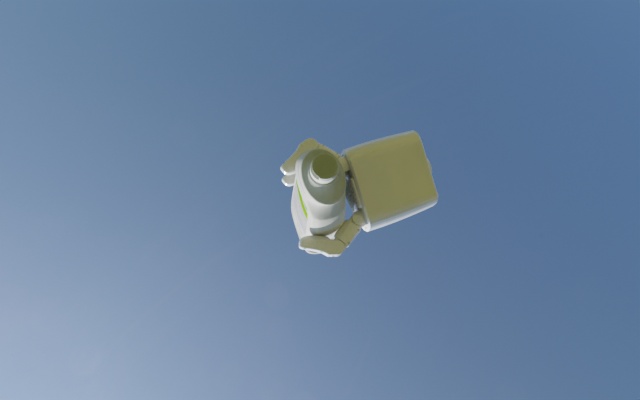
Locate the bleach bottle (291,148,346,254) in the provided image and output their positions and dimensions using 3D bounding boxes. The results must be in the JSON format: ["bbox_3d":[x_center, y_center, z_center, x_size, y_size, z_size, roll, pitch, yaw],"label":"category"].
[{"bbox_3d":[0.000,0.002,0.630,0.068,0.102,0.251,-19,-12,-8],"label":"bleach bottle"}]
